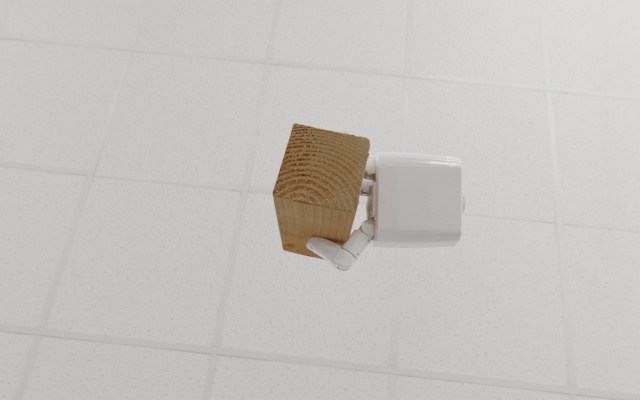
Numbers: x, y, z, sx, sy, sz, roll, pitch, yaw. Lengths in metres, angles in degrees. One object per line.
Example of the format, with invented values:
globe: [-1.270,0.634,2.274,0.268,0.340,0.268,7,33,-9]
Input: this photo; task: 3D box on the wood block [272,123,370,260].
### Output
wood block: [0.000,0.002,0.596,0.090,0.090,0.206,12,-22,4]
